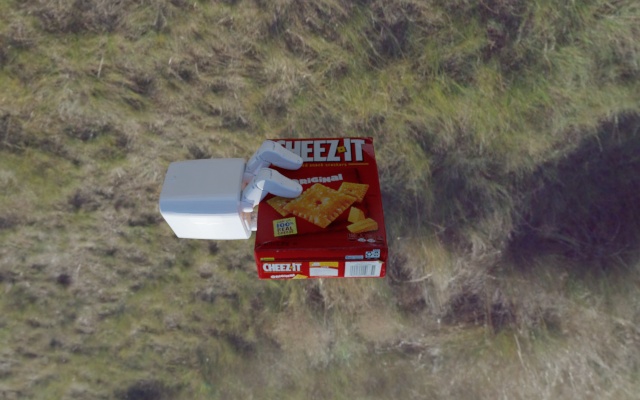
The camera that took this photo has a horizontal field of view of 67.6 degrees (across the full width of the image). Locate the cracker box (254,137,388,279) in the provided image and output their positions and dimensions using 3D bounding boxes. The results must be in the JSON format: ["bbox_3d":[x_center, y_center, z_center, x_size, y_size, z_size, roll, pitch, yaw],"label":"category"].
[{"bbox_3d":[0.000,0.002,0.657,0.164,0.213,0.072,-1,-43,0],"label":"cracker box"}]
